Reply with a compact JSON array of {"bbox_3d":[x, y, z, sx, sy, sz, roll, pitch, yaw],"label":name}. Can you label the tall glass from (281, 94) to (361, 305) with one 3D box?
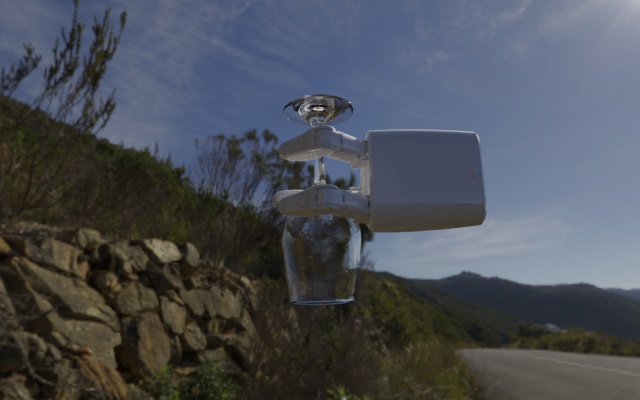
[{"bbox_3d":[0.000,0.001,0.478,0.079,0.201,0.079,-1,-15,0],"label":"tall glass"}]
